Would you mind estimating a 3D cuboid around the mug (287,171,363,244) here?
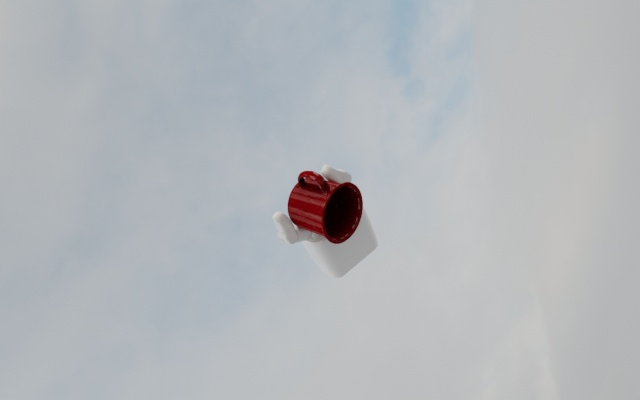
[{"bbox_3d":[-0.001,0.001,0.716,0.081,0.093,0.117,16,-34,41],"label":"mug"}]
